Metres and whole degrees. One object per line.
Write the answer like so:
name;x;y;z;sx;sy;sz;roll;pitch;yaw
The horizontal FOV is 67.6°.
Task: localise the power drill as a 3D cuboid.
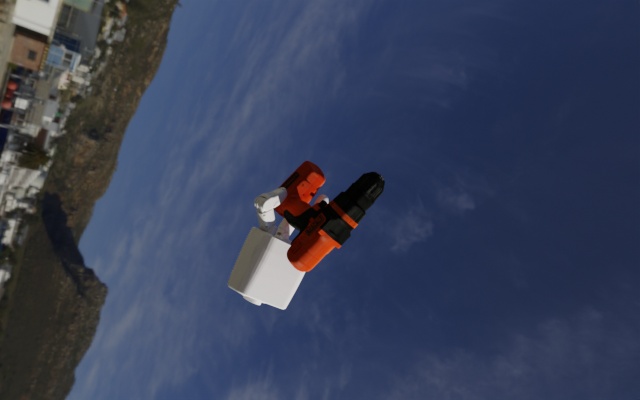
power drill;0.000;0.003;0.756;0.057;0.184;0.187;44;3;-30
